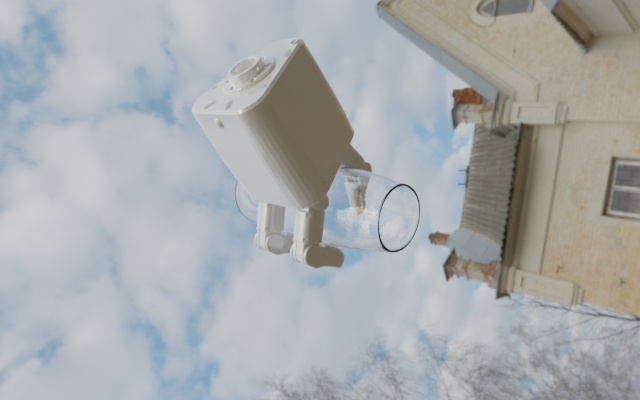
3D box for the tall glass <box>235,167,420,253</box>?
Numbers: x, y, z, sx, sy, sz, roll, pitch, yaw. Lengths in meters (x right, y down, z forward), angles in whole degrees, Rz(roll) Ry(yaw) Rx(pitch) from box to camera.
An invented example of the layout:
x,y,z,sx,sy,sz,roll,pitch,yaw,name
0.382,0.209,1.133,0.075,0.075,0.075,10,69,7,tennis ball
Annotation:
x,y,z,sx,sy,sz,roll,pitch,yaw,name
0.000,0.002,0.487,0.079,0.079,0.201,0,8,-45,tall glass
